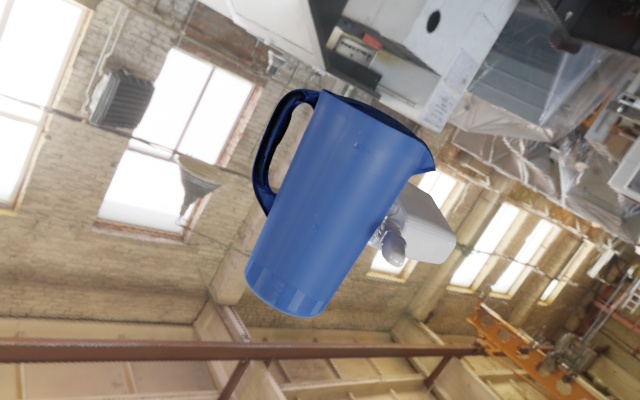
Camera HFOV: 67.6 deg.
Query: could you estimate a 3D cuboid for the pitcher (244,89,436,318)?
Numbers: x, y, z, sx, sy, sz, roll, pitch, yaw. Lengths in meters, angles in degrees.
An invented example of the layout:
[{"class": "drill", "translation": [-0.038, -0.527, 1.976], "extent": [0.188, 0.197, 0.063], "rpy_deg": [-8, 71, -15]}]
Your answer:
[{"class": "pitcher", "translation": [0.000, 0.002, 0.546], "extent": [0.145, 0.243, 0.149], "rpy_deg": [18, 17, -36]}]
